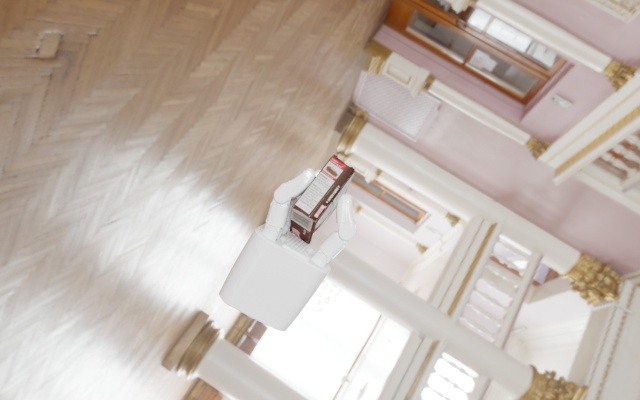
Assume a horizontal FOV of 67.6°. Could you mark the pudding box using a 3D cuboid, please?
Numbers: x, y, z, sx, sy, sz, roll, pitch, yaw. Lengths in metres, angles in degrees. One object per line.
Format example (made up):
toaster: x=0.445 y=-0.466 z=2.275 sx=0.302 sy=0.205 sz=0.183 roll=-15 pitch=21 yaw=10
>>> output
pudding box: x=0.000 y=0.002 z=0.630 sx=0.039 sy=0.090 sz=0.113 roll=35 pitch=-18 yaw=5
